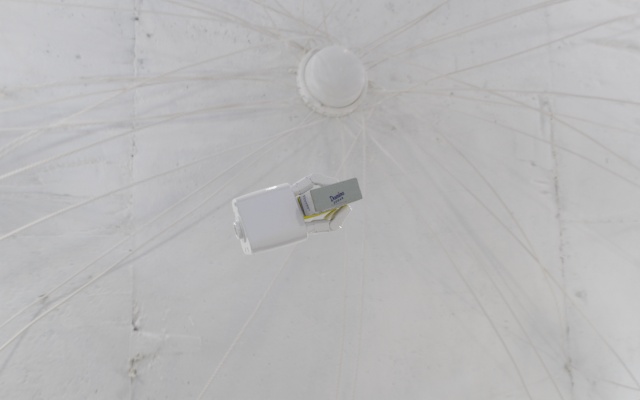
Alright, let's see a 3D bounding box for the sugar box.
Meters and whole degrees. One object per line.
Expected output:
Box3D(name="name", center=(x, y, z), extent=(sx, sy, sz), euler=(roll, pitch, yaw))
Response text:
Box3D(name="sugar box", center=(0.000, 0.004, 0.891), extent=(0.093, 0.048, 0.176), euler=(-16, -1, -20))
